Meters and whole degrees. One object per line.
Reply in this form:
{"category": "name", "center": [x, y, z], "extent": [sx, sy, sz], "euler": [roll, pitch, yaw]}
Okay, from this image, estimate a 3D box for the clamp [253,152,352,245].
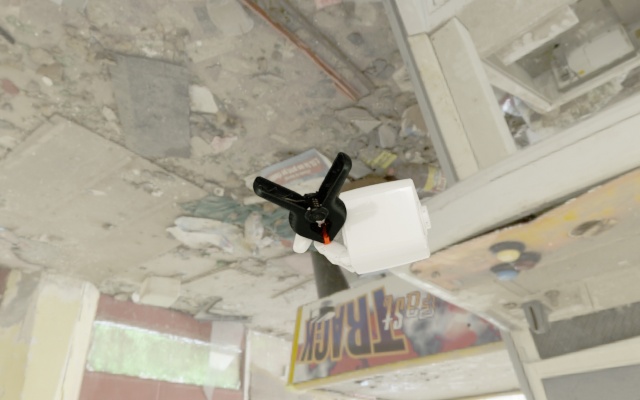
{"category": "clamp", "center": [0.000, 0.003, 0.618], "extent": [0.120, 0.039, 0.171], "euler": [-16, -32, 13]}
